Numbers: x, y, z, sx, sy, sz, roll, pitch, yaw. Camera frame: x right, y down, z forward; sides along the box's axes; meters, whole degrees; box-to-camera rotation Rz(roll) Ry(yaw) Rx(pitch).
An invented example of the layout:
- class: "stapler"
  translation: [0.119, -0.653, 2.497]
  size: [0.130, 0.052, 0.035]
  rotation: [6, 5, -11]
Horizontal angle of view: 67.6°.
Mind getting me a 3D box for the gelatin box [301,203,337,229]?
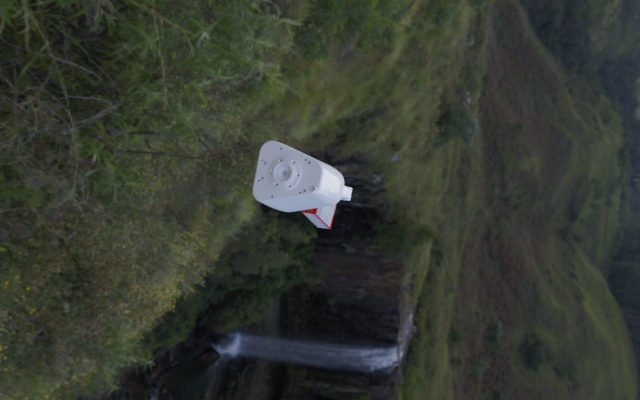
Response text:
- class: "gelatin box"
  translation: [0.001, 0.003, 0.855]
  size: [0.030, 0.073, 0.089]
  rotation: [6, -18, 23]
